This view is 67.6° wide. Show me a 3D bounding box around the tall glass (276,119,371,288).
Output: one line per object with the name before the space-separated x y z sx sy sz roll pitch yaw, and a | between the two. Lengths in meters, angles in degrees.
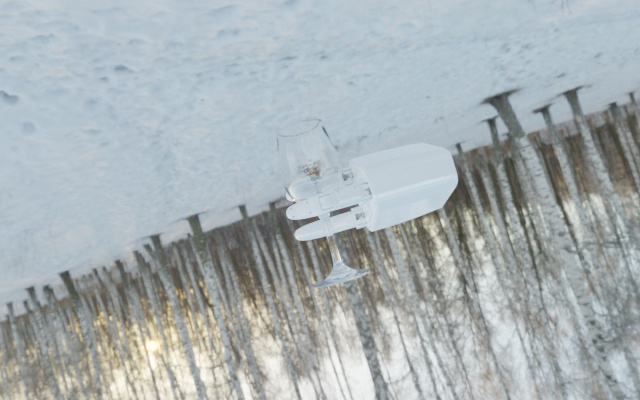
tall glass | 0.000 0.003 0.601 0.079 0.201 0.079 -16 -3 -1
